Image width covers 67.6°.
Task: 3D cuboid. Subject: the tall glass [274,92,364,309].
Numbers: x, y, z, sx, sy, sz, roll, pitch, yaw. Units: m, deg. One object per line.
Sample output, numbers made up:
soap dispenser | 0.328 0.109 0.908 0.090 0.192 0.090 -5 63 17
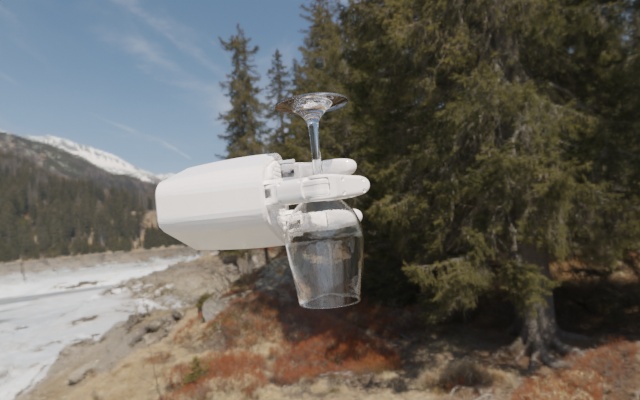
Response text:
tall glass | 0.000 0.001 0.475 0.079 0.201 0.079 -6 -3 0
